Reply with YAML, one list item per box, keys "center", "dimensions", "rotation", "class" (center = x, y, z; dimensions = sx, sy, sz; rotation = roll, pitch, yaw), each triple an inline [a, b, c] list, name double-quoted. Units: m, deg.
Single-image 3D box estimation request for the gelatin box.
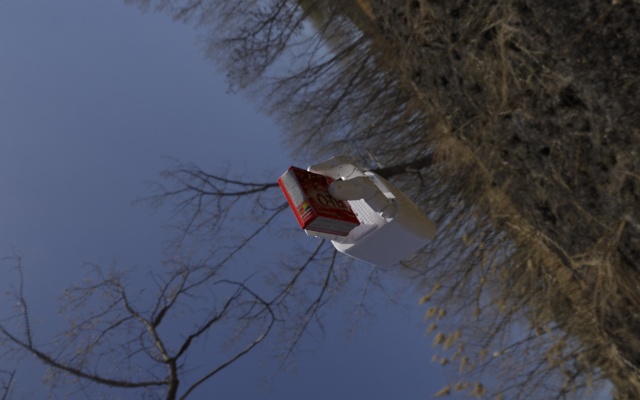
- center: [0.000, 0.002, 0.565]
  dimensions: [0.030, 0.073, 0.089]
  rotation: [-42, -31, 24]
  class: "gelatin box"
